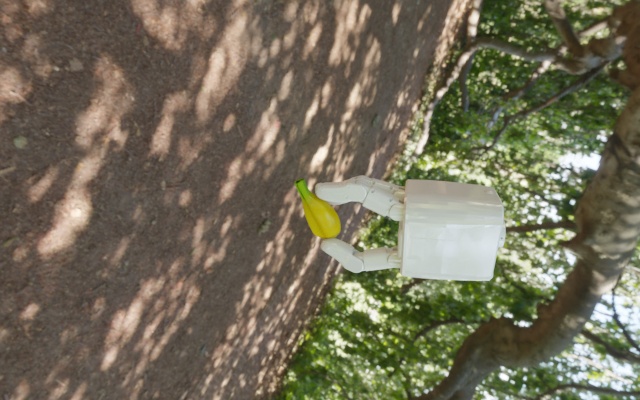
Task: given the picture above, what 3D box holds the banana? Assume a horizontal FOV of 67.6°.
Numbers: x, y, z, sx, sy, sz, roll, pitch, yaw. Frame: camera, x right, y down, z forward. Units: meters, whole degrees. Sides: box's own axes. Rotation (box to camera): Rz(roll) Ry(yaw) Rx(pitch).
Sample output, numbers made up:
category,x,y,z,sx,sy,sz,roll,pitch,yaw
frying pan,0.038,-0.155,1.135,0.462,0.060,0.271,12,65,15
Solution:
category,x,y,z,sx,sy,sz,roll,pitch,yaw
banana,0.004,0.019,0.630,0.037,0.069,0.198,-15,-10,3
